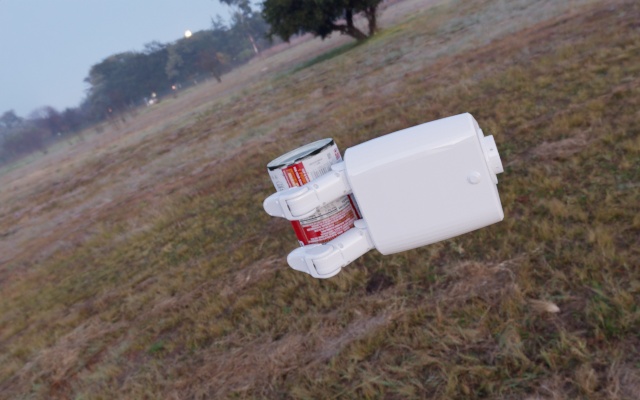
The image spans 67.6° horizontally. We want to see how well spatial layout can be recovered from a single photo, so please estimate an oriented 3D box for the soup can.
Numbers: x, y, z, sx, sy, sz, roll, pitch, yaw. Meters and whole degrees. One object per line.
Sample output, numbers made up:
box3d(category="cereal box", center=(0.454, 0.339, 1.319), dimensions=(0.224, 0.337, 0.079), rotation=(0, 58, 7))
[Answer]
box3d(category="soup can", center=(0.000, 0.001, 0.446), dimensions=(0.068, 0.102, 0.068), rotation=(-22, 13, 5))
